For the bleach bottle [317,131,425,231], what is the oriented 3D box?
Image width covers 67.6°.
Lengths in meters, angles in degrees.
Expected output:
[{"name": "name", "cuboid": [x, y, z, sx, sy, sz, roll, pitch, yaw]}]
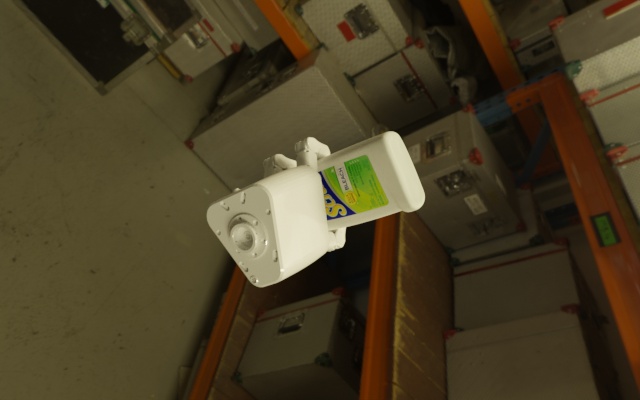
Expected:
[{"name": "bleach bottle", "cuboid": [0.000, 0.002, 0.624, 0.251, 0.102, 0.068, -22, 1, 30]}]
